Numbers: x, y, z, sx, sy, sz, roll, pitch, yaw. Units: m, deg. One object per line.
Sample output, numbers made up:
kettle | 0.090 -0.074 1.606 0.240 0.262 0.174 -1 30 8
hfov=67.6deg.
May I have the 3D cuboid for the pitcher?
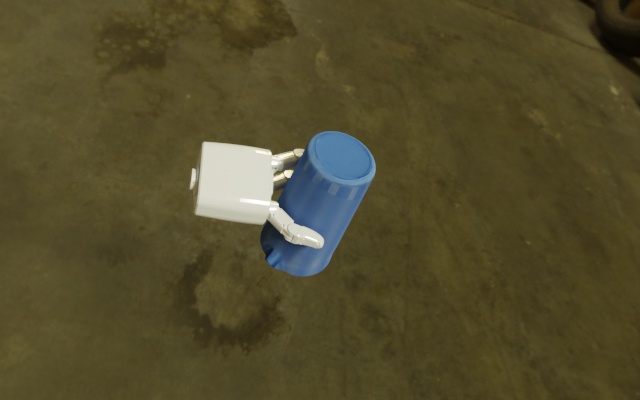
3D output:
pitcher | 0.000 0.003 0.780 0.145 0.149 0.243 9 -41 -18
